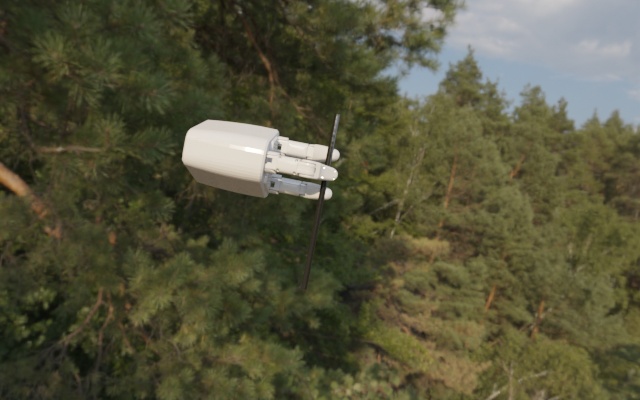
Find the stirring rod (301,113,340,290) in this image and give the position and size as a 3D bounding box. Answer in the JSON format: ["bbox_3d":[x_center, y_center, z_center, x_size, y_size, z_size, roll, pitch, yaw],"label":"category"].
[{"bbox_3d":[0.000,0.002,0.645,0.011,0.239,0.011,11,2,0],"label":"stirring rod"}]
